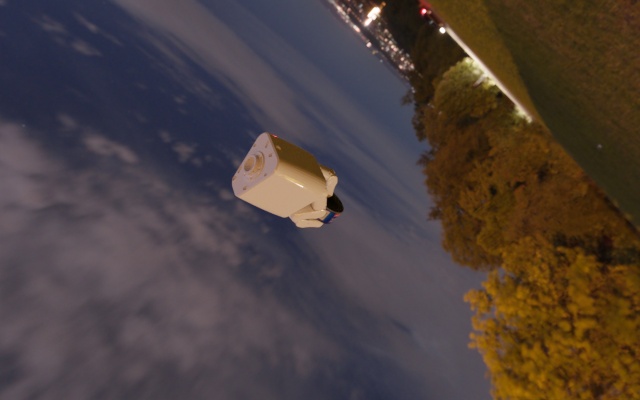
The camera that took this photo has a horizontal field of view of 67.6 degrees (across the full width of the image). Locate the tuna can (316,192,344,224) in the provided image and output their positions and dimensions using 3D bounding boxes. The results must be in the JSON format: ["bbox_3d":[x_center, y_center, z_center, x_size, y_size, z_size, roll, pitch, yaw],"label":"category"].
[{"bbox_3d":[0.000,0.003,0.893,0.034,0.086,0.086,-48,-23,22],"label":"tuna can"}]
